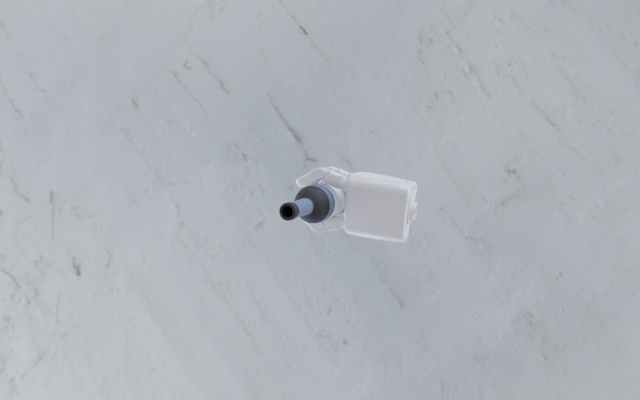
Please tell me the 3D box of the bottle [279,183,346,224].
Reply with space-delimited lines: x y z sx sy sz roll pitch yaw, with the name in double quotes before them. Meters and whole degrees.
"bottle" 0.000 0.003 0.851 0.069 0.069 0.295 0 6 20
